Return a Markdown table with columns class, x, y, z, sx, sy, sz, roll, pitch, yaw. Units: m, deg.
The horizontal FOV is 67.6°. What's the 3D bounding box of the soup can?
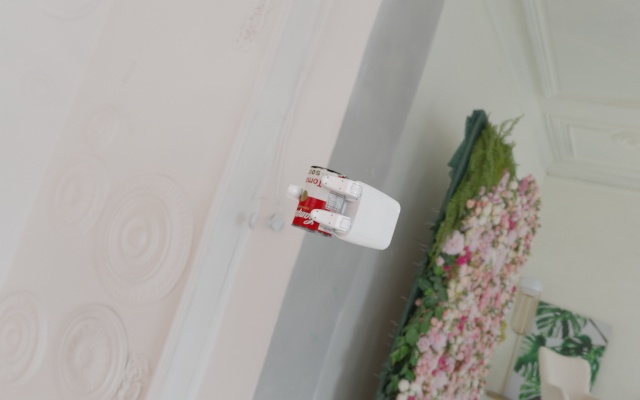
| class | x | y | z | sx | sy | sz | roll | pitch | yaw |
| --- | --- | --- | --- | --- | --- | --- | --- | --- | --- |
| soup can | 0.000 | 0.002 | 0.769 | 0.068 | 0.102 | 0.068 | 18 | -4 | 1 |
